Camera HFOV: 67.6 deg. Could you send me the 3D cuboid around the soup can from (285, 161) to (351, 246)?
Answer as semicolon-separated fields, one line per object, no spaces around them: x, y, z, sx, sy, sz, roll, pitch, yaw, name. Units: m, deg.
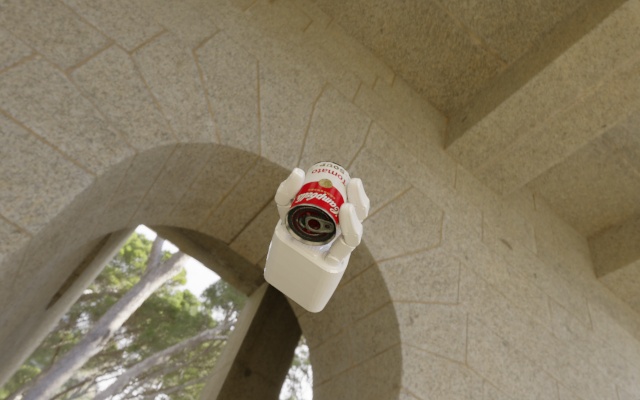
0.000;0.002;0.635;0.068;0.068;0.102;0;37;18;soup can
